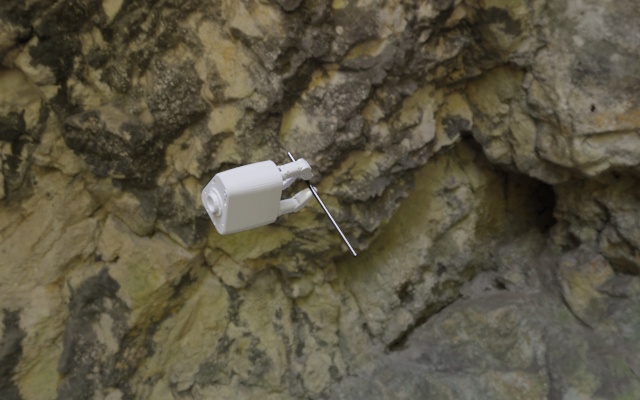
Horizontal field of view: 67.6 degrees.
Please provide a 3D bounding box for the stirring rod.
[{"bbox_3d":[0.000,0.003,0.873,0.011,0.239,0.011,-28,-23,-13],"label":"stirring rod"}]
